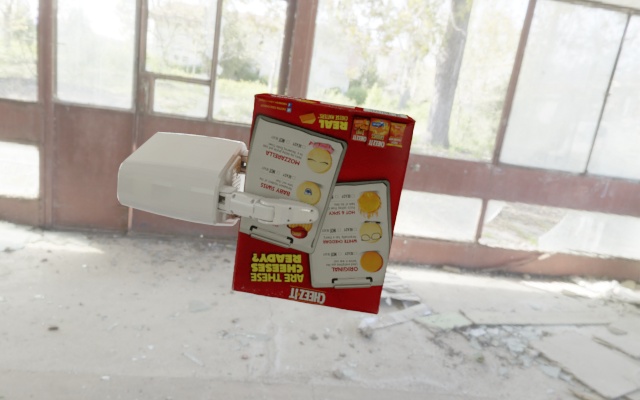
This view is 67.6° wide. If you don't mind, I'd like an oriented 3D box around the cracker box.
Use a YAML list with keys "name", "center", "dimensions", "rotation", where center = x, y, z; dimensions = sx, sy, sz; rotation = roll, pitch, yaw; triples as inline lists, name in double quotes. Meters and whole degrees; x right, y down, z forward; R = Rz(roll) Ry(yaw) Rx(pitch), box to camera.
- name: "cracker box"
  center: [0.000, 0.002, 0.521]
  dimensions: [0.164, 0.214, 0.072]
  rotation: [9, 15, 2]
